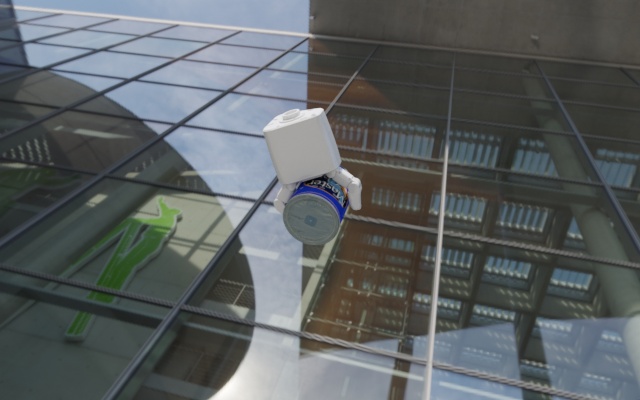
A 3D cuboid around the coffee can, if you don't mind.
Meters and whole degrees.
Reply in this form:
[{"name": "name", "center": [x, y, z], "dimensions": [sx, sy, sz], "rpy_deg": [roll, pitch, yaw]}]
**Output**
[{"name": "coffee can", "center": [0.000, 0.003, 0.889], "dimensions": [0.103, 0.103, 0.140], "rpy_deg": [0, 28, 17]}]
